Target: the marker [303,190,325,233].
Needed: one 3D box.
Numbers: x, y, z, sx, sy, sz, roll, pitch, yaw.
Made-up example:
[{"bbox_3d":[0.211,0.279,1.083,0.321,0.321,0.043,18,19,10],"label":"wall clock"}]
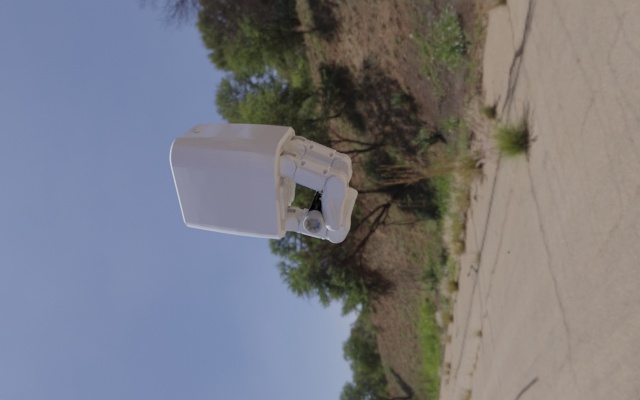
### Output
[{"bbox_3d":[0.000,0.002,0.512,0.020,0.020,0.121,0,21,8],"label":"marker"}]
